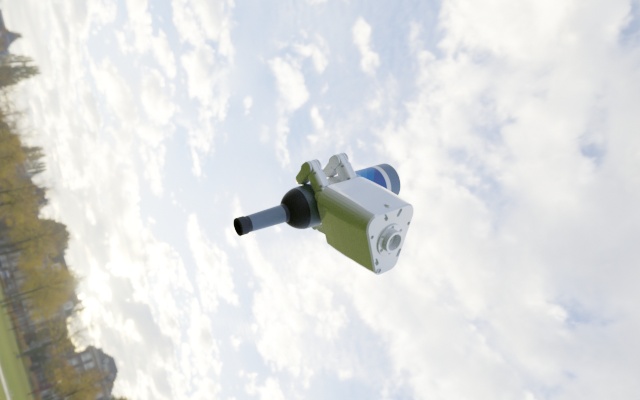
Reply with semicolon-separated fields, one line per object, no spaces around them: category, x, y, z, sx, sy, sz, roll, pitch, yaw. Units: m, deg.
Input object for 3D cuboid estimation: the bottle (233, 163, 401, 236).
bottle;0.000;0.002;0.751;0.295;0.069;0.069;-17;10;-34
